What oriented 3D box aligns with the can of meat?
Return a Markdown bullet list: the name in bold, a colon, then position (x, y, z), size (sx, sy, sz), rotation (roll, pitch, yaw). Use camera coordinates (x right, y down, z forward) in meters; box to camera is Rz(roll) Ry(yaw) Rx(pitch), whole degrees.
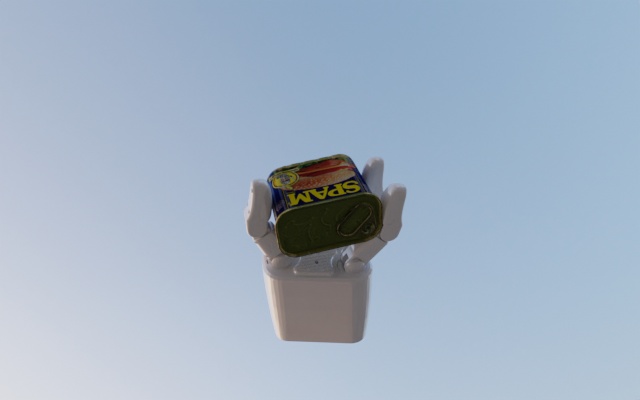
- **can of meat**: position (0.000, 0.001, 0.475), size (0.102, 0.057, 0.084), rotation (-12, 36, -7)
